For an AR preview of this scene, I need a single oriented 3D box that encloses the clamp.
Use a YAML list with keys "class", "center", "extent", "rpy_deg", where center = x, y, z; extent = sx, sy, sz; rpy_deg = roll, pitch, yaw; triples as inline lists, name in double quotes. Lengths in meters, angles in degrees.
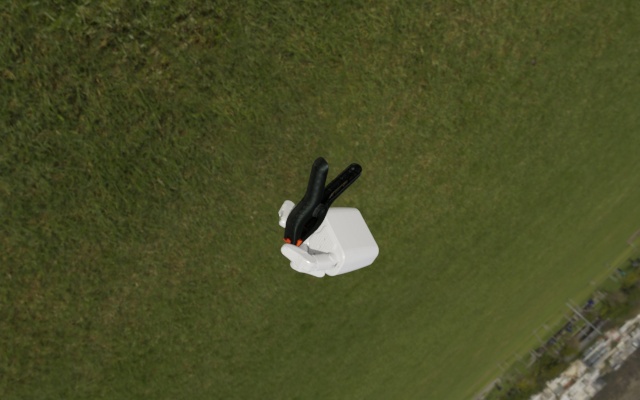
- class: "clamp"
  center: [0.000, 0.003, 0.764]
  extent: [0.120, 0.171, 0.039]
  rpy_deg: [-3, 42, -47]
